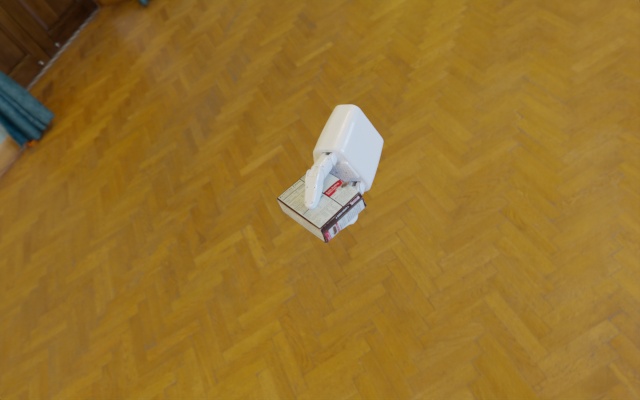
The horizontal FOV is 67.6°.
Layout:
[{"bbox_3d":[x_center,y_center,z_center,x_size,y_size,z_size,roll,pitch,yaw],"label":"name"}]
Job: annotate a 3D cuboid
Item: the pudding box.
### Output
[{"bbox_3d":[0.000,0.002,0.742,0.113,0.090,0.039,33,-21,41],"label":"pudding box"}]
